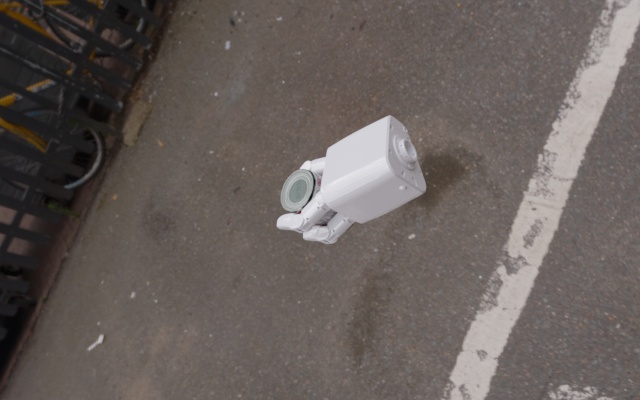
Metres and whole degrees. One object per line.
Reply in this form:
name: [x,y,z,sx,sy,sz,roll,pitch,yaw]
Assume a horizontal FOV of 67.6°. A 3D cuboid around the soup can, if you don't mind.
soup can: [0.000,0.002,0.706,0.068,0.068,0.102,0,-19,45]
